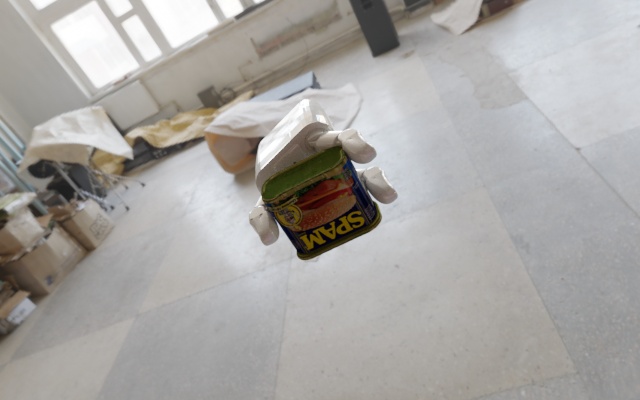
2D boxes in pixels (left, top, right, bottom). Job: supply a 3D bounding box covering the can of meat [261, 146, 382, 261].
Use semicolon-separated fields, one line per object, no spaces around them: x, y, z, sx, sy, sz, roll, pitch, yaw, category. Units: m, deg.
0.000;0.001;0.499;0.102;0.084;0.057;-26;28;11;can of meat
